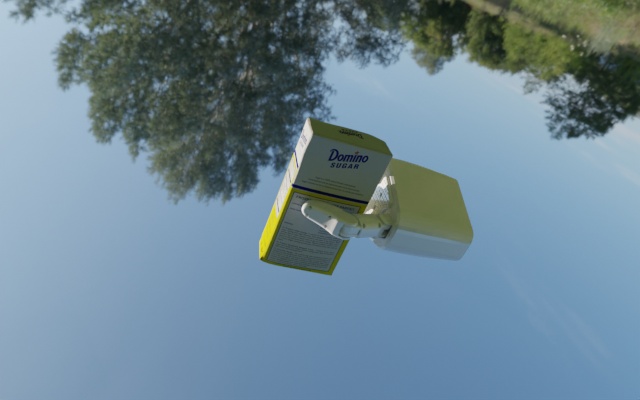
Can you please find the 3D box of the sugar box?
[{"bbox_3d":[0.000,0.002,0.536,0.093,0.176,0.048,14,30,-19],"label":"sugar box"}]
